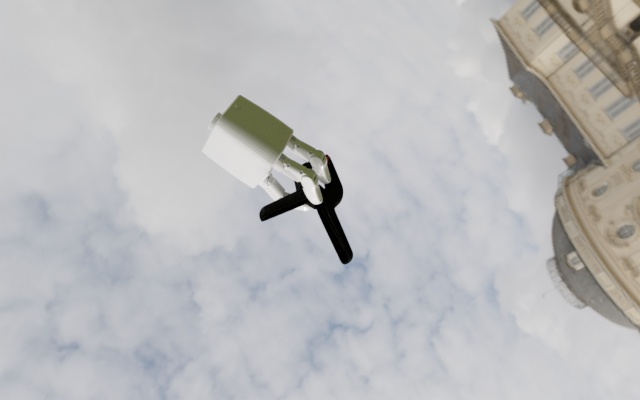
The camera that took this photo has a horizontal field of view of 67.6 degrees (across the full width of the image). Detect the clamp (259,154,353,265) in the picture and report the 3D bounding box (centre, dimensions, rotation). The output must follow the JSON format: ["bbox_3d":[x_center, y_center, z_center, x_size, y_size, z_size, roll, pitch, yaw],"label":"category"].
[{"bbox_3d":[0.000,0.003,0.798,0.164,0.209,0.036,35,-50,-11],"label":"clamp"}]
